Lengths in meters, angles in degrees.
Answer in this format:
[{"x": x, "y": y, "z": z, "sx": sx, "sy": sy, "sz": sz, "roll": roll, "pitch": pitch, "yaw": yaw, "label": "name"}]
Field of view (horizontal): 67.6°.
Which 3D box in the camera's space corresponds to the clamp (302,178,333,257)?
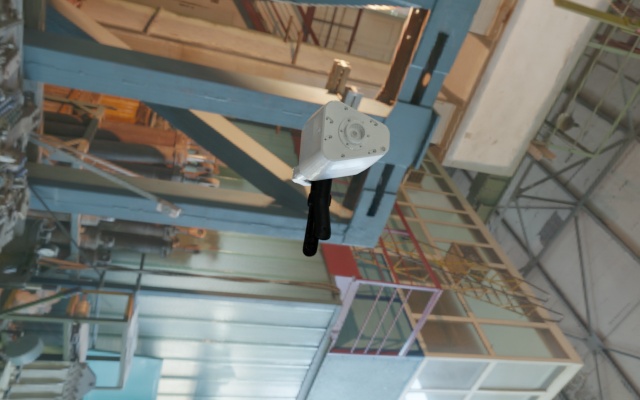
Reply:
[{"x": 0.001, "y": 0.003, "z": 0.779, "sx": 0.039, "sy": 0.171, "sz": 0.120, "roll": 8, "pitch": -13, "yaw": -17, "label": "clamp"}]
